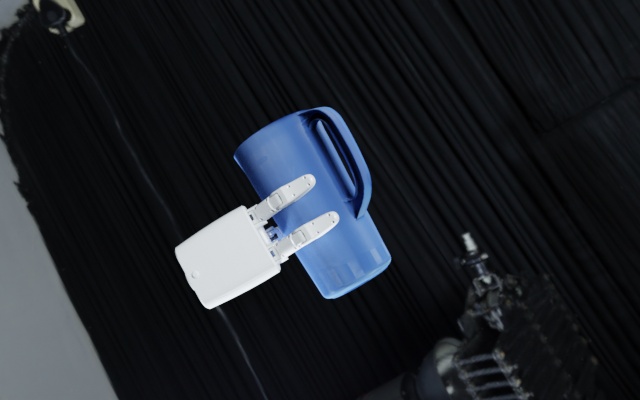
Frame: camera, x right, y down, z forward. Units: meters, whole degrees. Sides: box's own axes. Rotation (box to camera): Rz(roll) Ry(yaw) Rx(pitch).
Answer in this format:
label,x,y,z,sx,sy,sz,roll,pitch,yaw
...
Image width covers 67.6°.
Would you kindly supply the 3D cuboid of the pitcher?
label,x,y,z,sx,sy,sz,roll,pitch,yaw
pitcher,0.000,0.002,0.655,0.145,0.243,0.149,-30,-5,-5
